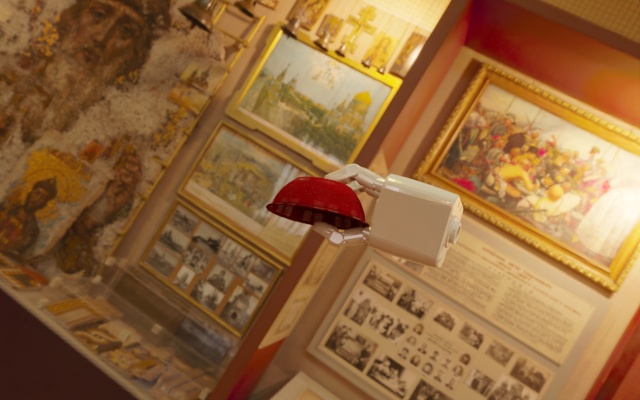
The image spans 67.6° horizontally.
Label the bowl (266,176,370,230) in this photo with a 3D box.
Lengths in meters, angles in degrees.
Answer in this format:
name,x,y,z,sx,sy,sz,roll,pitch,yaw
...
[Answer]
name,x,y,z,sx,sy,sz,roll,pitch,yaw
bowl,-0.001,0.002,0.737,0.162,0.055,0.162,10,-12,2
